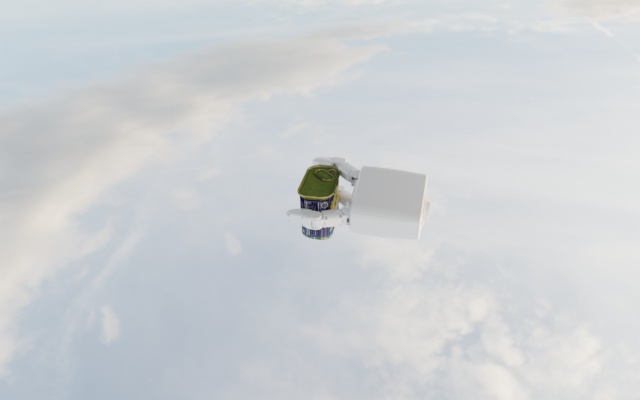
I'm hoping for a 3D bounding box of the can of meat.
[{"bbox_3d":[0.000,0.003,0.779,0.057,0.084,0.102,5,33,10],"label":"can of meat"}]
